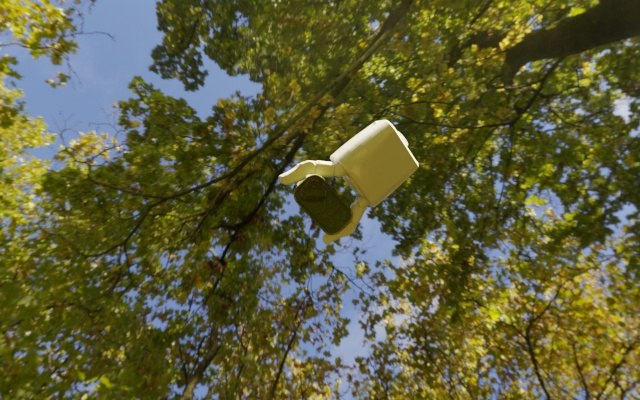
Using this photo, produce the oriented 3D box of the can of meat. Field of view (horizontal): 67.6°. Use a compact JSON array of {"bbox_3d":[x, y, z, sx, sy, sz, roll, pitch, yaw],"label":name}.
[{"bbox_3d":[0.000,0.003,0.797,0.057,0.102,0.084,-43,10,0],"label":"can of meat"}]
